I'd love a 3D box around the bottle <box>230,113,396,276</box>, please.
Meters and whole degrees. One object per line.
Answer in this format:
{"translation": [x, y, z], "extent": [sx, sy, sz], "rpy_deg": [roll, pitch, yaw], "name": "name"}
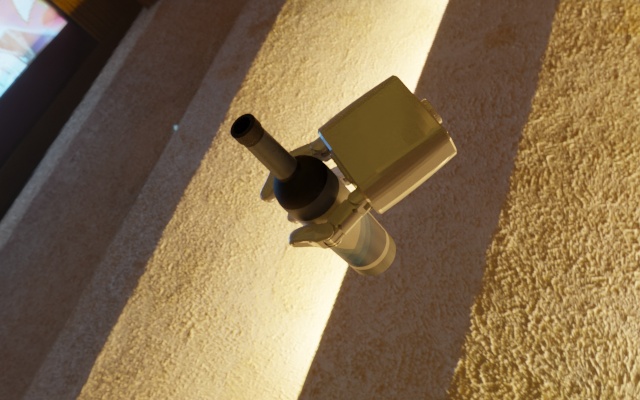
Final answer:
{"translation": [0.000, 0.002, 0.540], "extent": [0.069, 0.069, 0.296], "rpy_deg": [0, -28, 33], "name": "bottle"}
